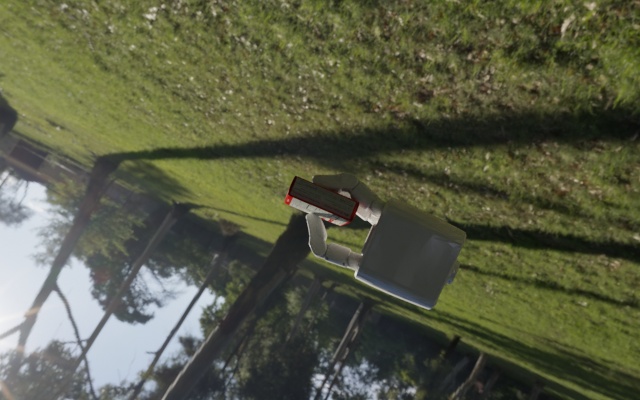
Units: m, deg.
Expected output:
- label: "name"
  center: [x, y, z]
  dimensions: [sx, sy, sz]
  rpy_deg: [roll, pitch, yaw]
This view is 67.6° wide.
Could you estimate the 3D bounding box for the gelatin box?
- label: "gelatin box"
  center: [0.000, 0.002, 0.621]
  dimensions: [0.089, 0.030, 0.073]
  rpy_deg: [22, -10, -4]
